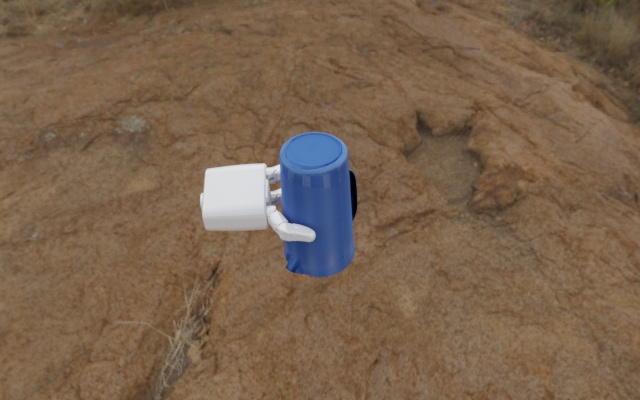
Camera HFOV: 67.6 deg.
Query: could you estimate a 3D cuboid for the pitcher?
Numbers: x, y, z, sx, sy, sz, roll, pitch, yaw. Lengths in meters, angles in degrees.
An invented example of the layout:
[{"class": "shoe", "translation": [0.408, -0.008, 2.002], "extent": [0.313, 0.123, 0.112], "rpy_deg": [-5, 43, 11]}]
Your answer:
[{"class": "pitcher", "translation": [0.000, 0.003, 0.827], "extent": [0.145, 0.243, 0.149], "rpy_deg": [-4, 43, -1]}]
